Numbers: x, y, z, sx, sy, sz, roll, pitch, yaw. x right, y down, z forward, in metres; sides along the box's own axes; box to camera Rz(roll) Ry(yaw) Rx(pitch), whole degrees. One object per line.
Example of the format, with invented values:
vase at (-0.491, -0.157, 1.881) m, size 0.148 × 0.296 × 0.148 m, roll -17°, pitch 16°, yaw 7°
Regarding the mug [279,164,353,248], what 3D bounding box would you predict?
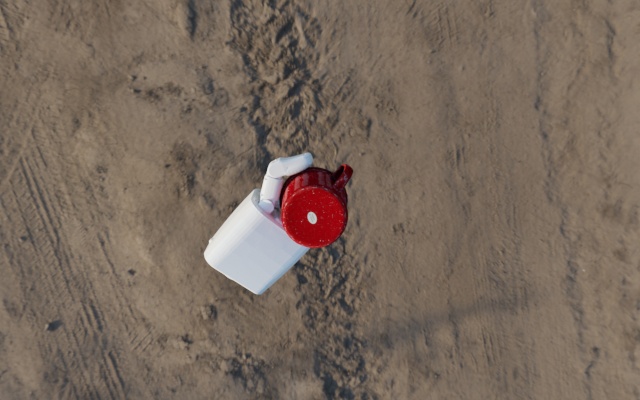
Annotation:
mug at (0.001, 0.001, 0.606) m, size 0.093 × 0.117 × 0.081 m, roll 42°, pitch 10°, yaw -12°
